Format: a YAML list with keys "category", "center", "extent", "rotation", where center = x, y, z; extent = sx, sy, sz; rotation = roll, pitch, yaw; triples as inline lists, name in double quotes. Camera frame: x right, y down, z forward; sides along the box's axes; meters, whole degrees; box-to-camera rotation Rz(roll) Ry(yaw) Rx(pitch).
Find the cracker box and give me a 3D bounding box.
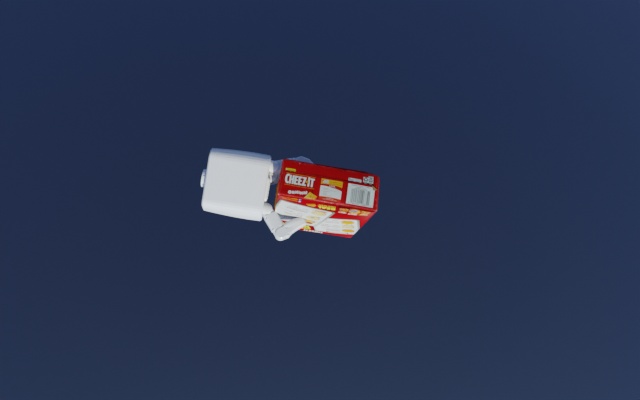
- category: "cracker box"
  center: [0.000, 0.003, 0.860]
  extent: [0.164, 0.072, 0.214]
  rotation: [9, -17, -6]
